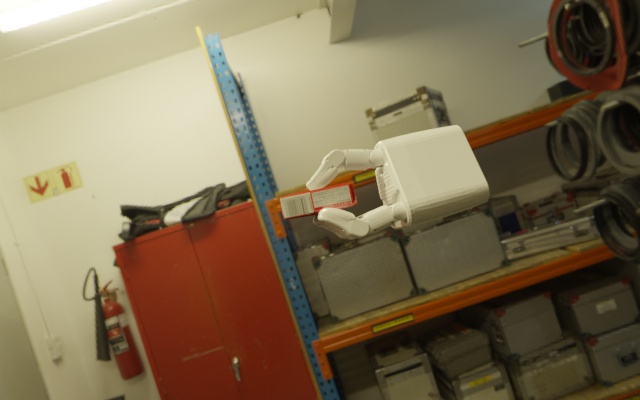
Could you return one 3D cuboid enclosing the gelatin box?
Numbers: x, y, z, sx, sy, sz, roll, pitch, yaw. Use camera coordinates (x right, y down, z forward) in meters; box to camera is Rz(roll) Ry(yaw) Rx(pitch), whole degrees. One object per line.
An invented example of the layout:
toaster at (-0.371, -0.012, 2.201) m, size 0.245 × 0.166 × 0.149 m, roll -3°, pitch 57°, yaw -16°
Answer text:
gelatin box at (0.000, 0.002, 0.593) m, size 0.089 × 0.030 × 0.073 m, roll -12°, pitch -2°, yaw 5°
